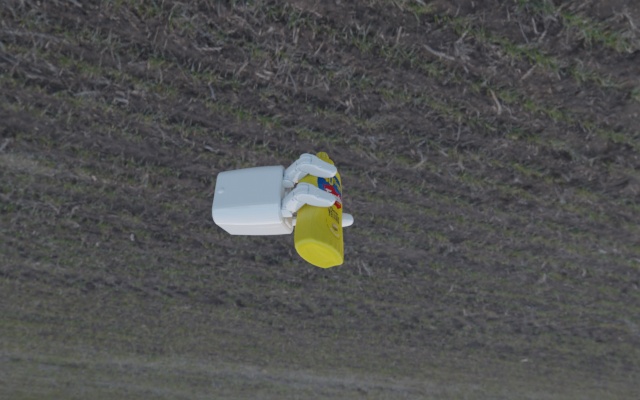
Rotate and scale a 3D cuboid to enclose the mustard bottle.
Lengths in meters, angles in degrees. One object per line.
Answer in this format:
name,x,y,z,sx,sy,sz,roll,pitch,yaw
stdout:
mustard bottle,0.000,0.003,0.755,0.058,0.191,0.096,-18,-38,27
